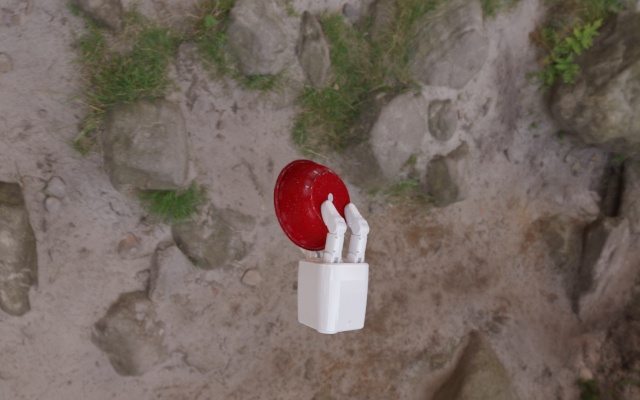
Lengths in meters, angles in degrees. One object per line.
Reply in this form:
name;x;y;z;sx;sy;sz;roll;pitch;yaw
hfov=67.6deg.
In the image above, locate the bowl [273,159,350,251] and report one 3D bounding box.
bowl;0.000;0.001;0.805;0.162;0.162;0.055;0;-11;-44
